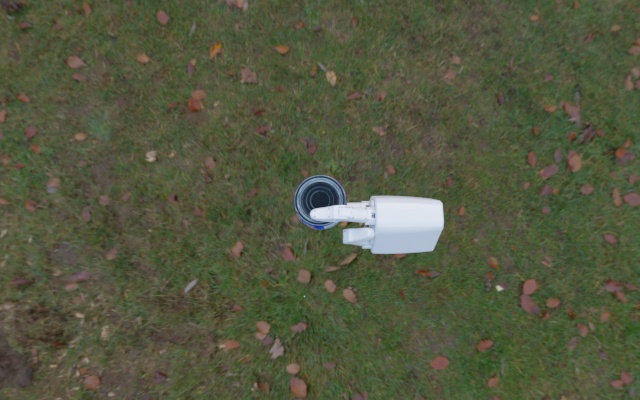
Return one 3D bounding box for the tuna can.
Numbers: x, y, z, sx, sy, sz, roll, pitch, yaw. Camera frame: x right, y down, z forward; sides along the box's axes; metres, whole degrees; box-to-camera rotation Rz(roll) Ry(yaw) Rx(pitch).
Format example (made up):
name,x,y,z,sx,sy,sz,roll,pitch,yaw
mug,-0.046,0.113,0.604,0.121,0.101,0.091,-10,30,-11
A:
name,x,y,z,sx,sy,sz,roll,pitch,yaw
tuna can,0.000,0.002,0.773,0.086,0.086,0.034,0,-11,4
